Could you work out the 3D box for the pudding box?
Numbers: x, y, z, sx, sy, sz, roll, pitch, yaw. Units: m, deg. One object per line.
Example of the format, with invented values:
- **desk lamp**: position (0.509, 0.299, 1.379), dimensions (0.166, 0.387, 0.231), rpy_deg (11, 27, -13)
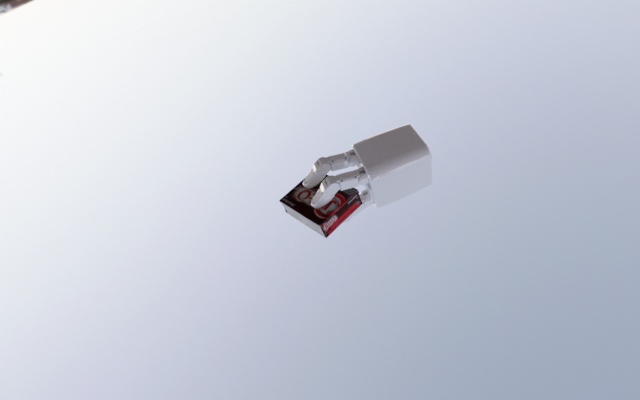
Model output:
- **pudding box**: position (0.000, 0.003, 0.802), dimensions (0.090, 0.039, 0.113), rpy_deg (-42, 43, -20)
